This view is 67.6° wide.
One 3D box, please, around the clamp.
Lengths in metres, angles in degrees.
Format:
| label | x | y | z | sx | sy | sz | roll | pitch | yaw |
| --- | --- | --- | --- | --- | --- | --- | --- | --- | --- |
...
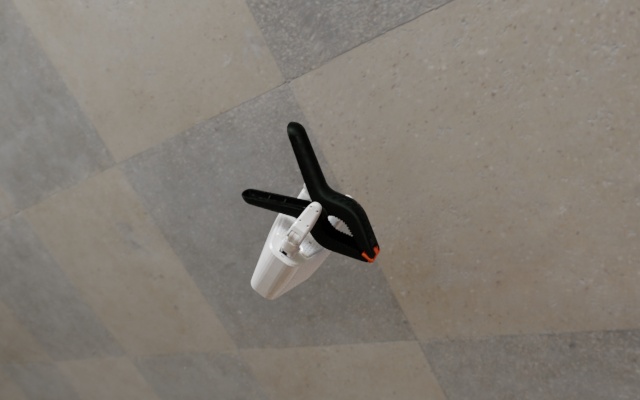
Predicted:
| label | x | y | z | sx | sy | sz | roll | pitch | yaw |
| --- | --- | --- | --- | --- | --- | --- | --- | --- | --- |
| clamp | 0.000 | 0.003 | 0.644 | 0.210 | 0.165 | 0.036 | 36 | 43 | 4 |
